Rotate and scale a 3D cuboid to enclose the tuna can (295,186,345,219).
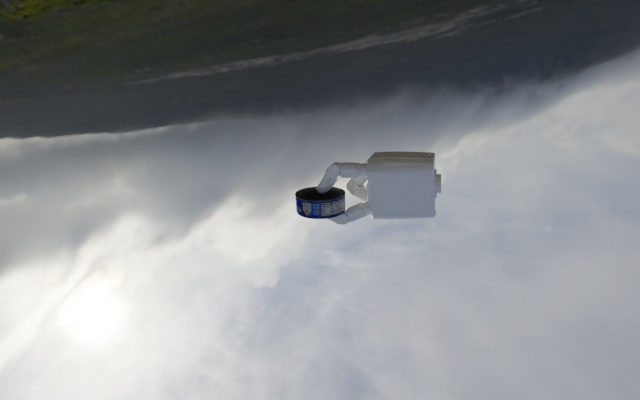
[{"bbox_3d":[0.000,0.003,0.814,0.086,0.034,0.086,-2,17,1],"label":"tuna can"}]
